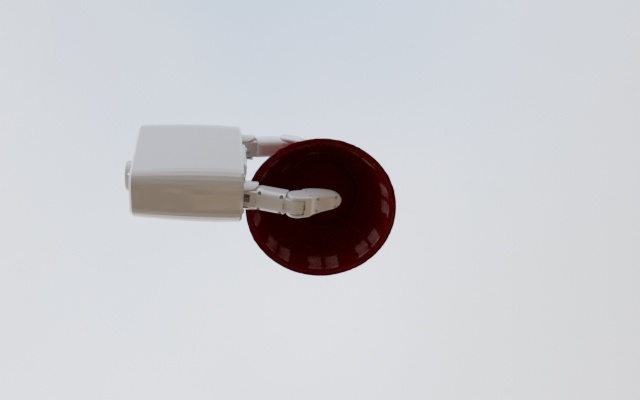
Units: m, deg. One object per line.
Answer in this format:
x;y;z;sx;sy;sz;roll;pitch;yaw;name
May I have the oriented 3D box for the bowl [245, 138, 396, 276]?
0.001;0.002;0.532;0.162;0.162;0.055;0;24;-1;bowl
